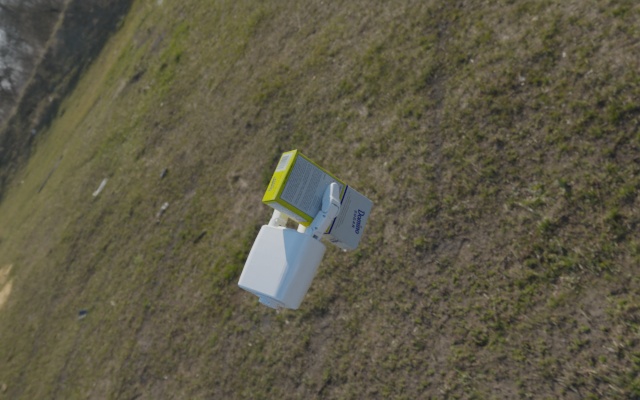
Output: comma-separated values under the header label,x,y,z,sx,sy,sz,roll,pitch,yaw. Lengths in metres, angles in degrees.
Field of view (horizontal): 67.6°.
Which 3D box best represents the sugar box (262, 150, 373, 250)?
label,x,y,z,sx,sy,sz,roll,pitch,yaw
sugar box,0.000,0.003,0.779,0.176,0.093,0.048,34,-22,-31
